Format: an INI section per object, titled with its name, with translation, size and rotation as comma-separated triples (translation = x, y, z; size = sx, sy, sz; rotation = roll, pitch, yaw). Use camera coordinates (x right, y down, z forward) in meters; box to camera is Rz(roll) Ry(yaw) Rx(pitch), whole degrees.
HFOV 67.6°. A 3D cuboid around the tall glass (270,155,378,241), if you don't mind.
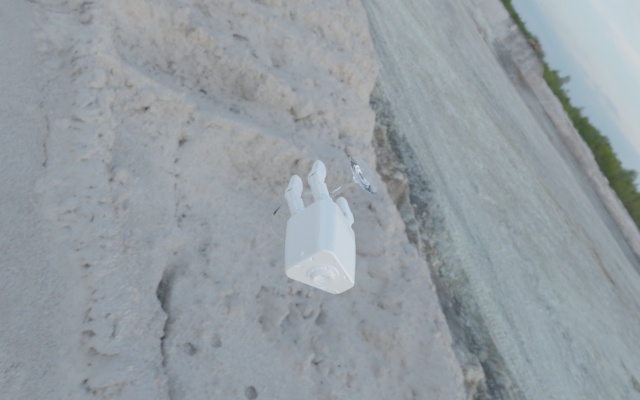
[tall glass]
translation = 0.001, 0.002, 0.853
size = 0.201, 0.079, 0.079
rotation = -32, -17, 29
